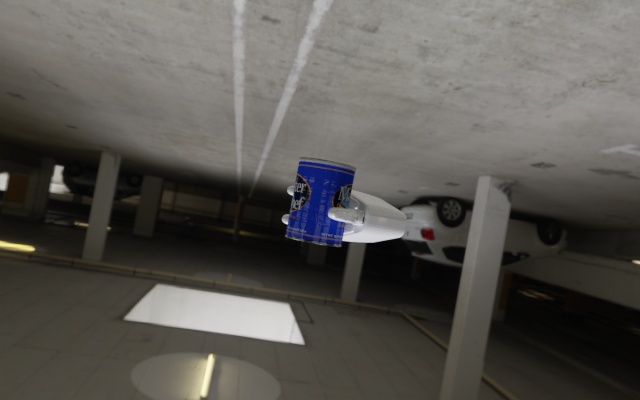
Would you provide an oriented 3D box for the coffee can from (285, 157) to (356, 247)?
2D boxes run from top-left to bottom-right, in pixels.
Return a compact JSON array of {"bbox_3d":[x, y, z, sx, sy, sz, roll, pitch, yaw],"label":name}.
[{"bbox_3d":[0.000,0.003,0.841,0.103,0.140,0.103,10,-1,0],"label":"coffee can"}]
